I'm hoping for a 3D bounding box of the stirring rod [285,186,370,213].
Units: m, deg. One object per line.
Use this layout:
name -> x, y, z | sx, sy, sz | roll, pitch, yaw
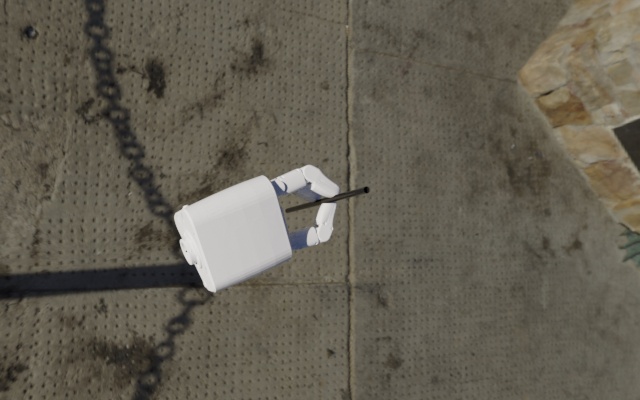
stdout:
stirring rod -> 0.000, 0.002, 0.647 | 0.011, 0.011, 0.239 | 0, -7, -26
